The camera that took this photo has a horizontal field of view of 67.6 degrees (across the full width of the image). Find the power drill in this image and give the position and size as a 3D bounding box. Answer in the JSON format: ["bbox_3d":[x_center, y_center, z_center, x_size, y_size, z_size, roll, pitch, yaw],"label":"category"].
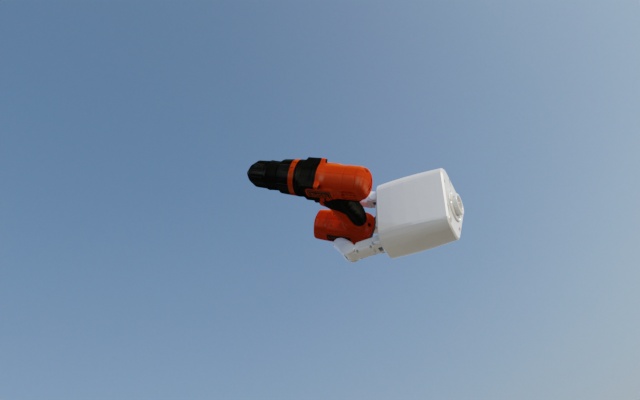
[{"bbox_3d":[0.001,0.003,0.721,0.184,0.057,0.188,8,-24,23],"label":"power drill"}]
